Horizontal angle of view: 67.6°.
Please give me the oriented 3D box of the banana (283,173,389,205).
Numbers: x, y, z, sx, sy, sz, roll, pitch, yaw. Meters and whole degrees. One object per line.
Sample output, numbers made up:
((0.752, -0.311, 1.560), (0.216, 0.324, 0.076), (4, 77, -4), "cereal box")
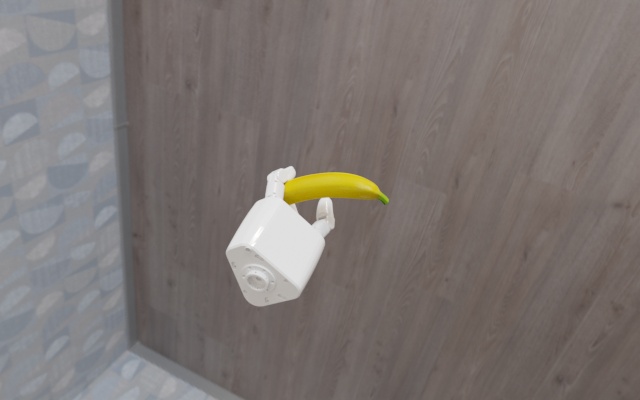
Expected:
((0.000, -0.012, 0.718), (0.198, 0.070, 0.037), (-1, 42, 13), "banana")
